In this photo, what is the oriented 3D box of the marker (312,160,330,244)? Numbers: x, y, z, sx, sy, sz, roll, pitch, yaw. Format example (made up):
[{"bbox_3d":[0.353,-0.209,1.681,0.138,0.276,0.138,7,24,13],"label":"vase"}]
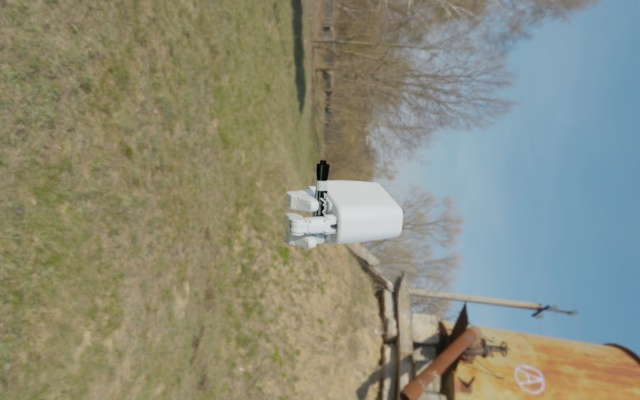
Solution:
[{"bbox_3d":[0.000,0.002,0.686,0.020,0.121,0.020,4,14,-1],"label":"marker"}]
